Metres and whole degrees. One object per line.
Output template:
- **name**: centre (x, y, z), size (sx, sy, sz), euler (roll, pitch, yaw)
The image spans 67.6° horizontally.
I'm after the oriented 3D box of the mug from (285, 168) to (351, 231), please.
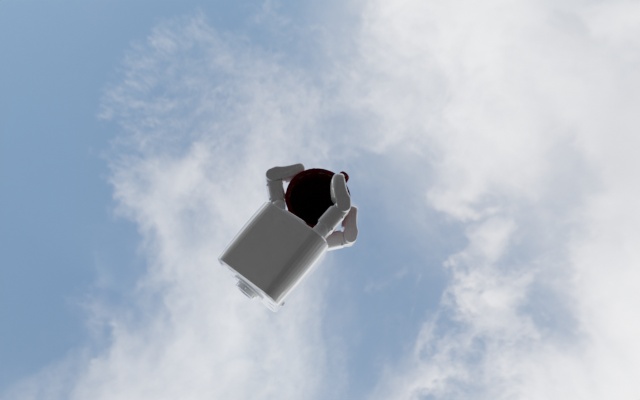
- **mug**: centre (0.001, 0.001, 0.713), size (0.093, 0.117, 0.081), euler (38, -21, 9)
